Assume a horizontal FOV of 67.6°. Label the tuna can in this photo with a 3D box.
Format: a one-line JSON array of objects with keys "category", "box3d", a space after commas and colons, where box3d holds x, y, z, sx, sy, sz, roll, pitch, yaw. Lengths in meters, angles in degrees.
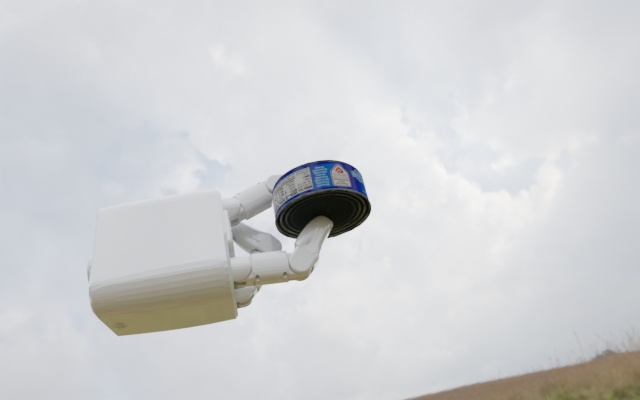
[{"category": "tuna can", "box3d": [0.000, 0.001, 0.427, 0.086, 0.033, 0.086, -9, -31, -5]}]
